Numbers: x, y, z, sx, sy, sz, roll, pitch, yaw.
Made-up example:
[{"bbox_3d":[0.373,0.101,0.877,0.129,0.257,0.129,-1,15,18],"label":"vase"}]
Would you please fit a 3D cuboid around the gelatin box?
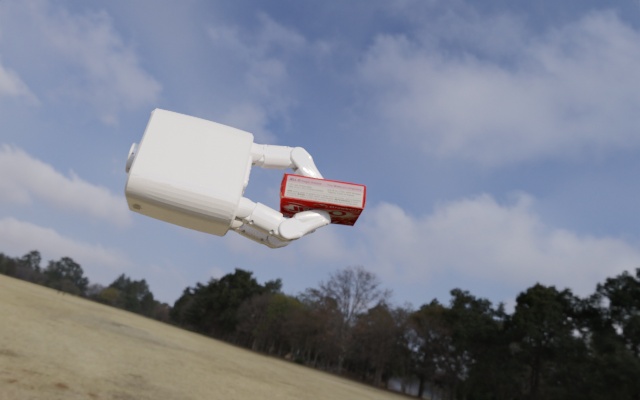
[{"bbox_3d":[0.000,0.001,0.521,0.089,0.030,0.073,8,-18,-3],"label":"gelatin box"}]
